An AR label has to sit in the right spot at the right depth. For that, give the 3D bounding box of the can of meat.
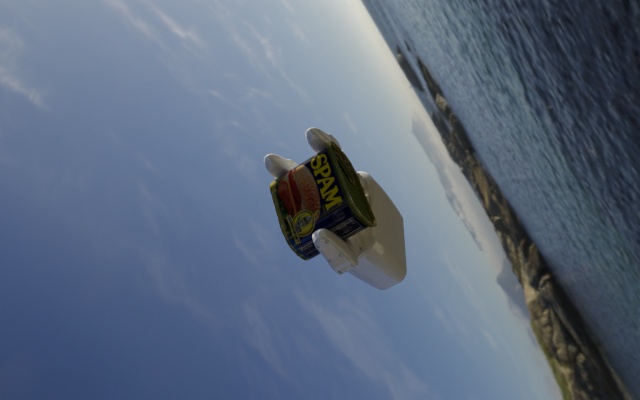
[{"bbox_3d":[0.000,0.002,0.505,0.084,0.102,0.057,-31,-38,16],"label":"can of meat"}]
